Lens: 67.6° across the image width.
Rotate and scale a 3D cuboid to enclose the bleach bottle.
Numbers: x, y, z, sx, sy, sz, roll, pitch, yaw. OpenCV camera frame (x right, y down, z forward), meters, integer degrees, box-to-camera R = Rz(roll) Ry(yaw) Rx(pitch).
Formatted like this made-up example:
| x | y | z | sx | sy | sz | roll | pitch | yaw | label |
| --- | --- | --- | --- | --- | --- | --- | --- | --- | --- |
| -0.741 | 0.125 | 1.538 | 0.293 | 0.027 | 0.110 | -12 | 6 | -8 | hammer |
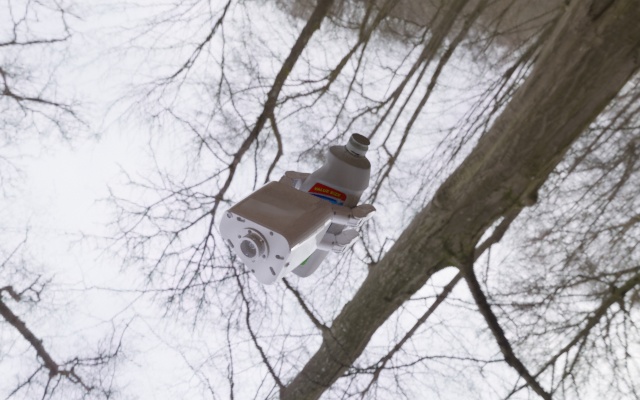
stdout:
| x | y | z | sx | sy | sz | roll | pitch | yaw | label |
| --- | --- | --- | --- | --- | --- | --- | --- | --- | --- |
| 0.000 | 0.002 | 0.724 | 0.102 | 0.251 | 0.068 | 36 | 35 | 12 | bleach bottle |
